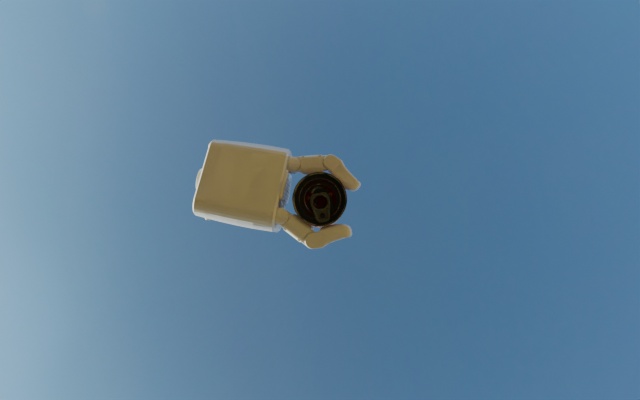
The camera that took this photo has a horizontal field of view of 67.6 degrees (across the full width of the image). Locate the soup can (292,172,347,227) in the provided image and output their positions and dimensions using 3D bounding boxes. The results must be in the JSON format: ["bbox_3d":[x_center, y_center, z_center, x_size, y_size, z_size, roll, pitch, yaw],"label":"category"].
[{"bbox_3d":[0.001,0.002,0.638,0.068,0.068,0.102,0,-4,1],"label":"soup can"}]
